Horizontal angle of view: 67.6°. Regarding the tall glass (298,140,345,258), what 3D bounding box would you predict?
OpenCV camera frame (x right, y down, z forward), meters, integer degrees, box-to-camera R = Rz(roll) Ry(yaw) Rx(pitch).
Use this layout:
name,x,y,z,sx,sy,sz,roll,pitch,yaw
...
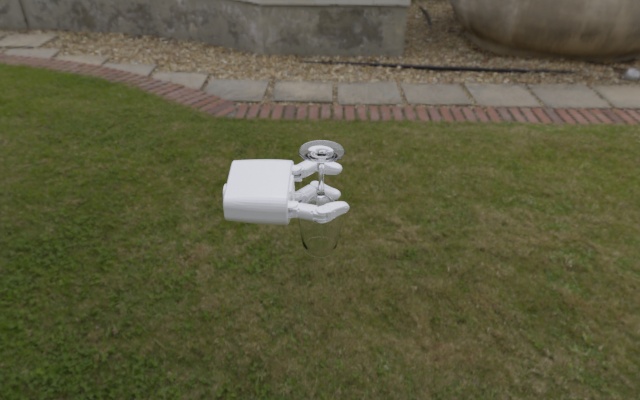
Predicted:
name,x,y,z,sx,sy,sz,roll,pitch,yaw
tall glass,0.000,0.002,0.821,0.079,0.201,0.079,1,34,0
